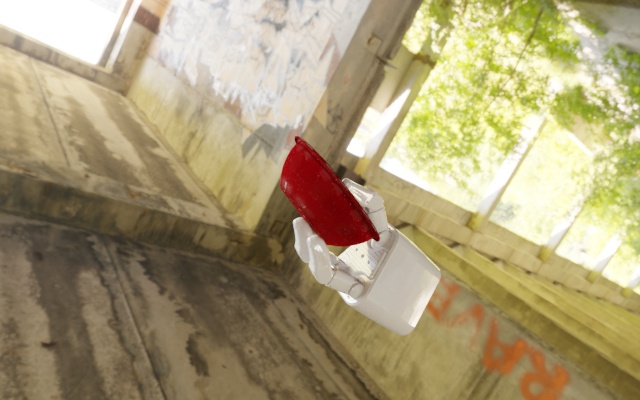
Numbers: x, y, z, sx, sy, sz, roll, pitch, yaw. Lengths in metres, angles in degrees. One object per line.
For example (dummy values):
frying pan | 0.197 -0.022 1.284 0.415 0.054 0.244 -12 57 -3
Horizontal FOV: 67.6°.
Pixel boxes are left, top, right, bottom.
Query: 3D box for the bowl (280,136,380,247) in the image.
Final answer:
bowl | -0.001 0.001 0.576 0.055 0.162 0.162 -38 3 -4
